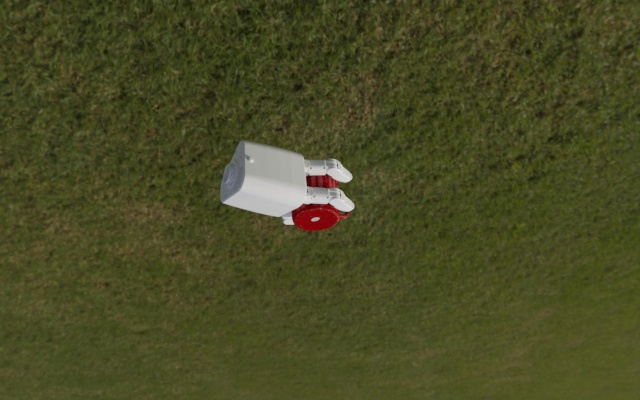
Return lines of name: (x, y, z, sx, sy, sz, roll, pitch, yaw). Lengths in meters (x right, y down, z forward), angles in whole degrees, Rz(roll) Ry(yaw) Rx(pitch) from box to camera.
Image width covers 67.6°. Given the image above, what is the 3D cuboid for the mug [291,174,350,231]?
mug: (0.001, 0.003, 0.832, 0.117, 0.081, 0.093, 13, -36, -26)
